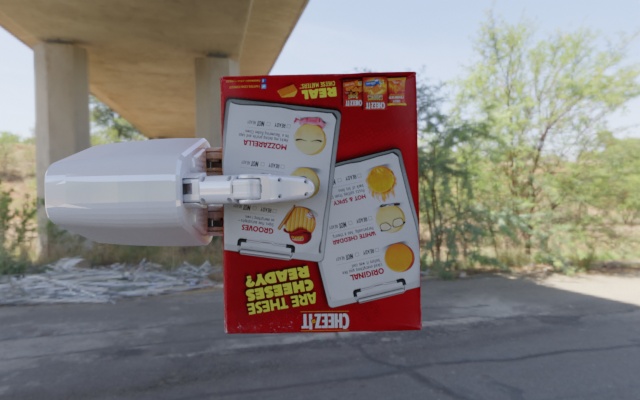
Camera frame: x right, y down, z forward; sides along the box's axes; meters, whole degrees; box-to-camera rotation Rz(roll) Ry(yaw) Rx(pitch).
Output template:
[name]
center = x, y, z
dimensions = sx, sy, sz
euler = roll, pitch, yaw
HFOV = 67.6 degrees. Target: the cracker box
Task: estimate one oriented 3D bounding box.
[cracker box]
center = 0.000, 0.001, 0.420
dimensions = 0.164, 0.213, 0.072
euler = -1, 0, 2
